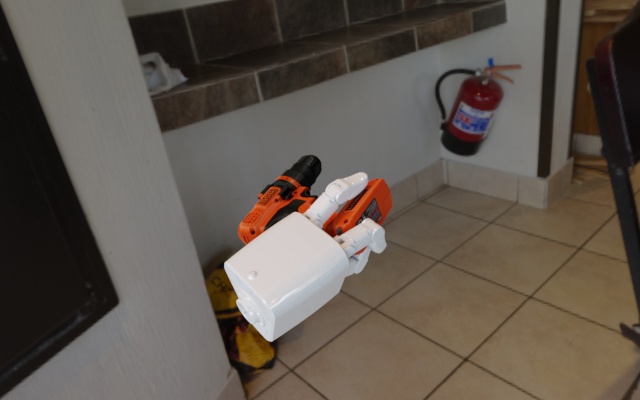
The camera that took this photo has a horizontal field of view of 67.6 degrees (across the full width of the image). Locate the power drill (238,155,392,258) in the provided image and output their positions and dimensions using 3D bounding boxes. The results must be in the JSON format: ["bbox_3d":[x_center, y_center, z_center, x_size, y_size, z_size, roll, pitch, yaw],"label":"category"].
[{"bbox_3d":[0.000,0.002,0.660,0.187,0.057,0.184,5,46,38],"label":"power drill"}]
